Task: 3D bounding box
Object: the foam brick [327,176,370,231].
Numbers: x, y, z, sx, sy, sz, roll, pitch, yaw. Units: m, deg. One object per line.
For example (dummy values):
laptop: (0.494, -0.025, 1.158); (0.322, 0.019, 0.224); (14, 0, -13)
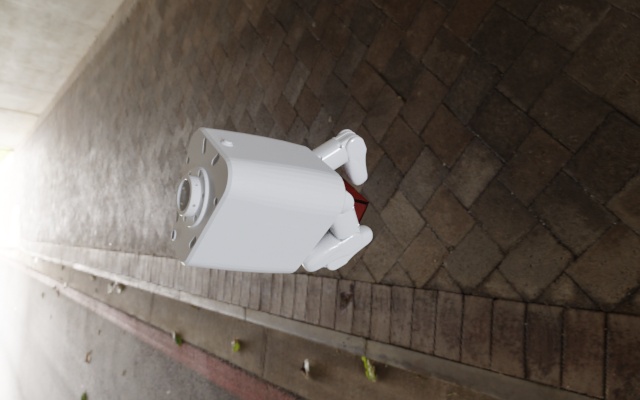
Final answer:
foam brick: (0.000, 0.002, 0.477); (0.051, 0.053, 0.078); (10, 22, -37)
